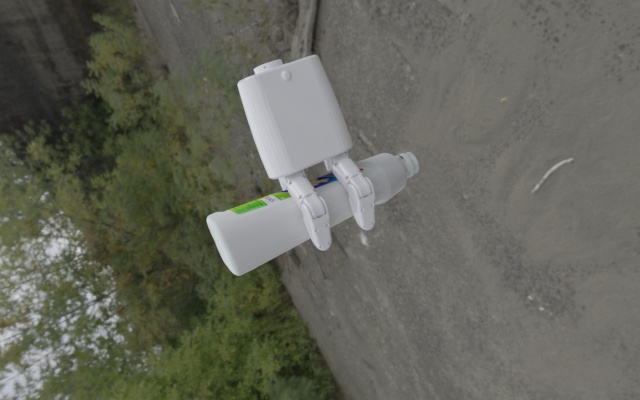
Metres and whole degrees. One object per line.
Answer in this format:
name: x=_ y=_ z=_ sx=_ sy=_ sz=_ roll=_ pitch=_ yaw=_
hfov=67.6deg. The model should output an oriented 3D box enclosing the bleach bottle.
bleach bottle: x=0.000 y=0.002 z=0.557 sx=0.251 sy=0.068 sz=0.102 roll=-24 pitch=12 yaw=-17
